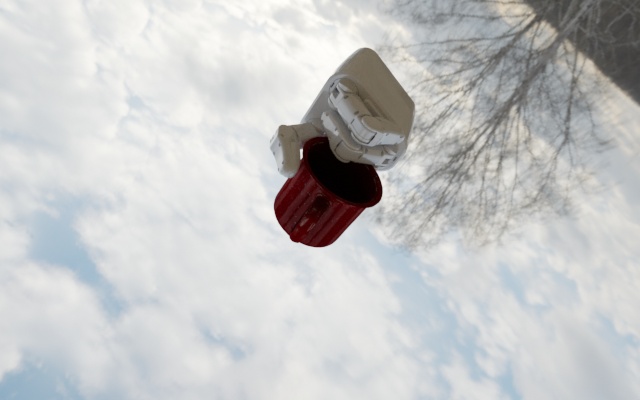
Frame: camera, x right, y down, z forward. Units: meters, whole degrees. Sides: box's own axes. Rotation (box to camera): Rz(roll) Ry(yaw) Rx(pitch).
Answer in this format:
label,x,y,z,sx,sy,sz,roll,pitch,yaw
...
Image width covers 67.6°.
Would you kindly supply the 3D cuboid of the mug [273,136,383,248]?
label,x,y,z,sx,sy,sz,roll,pitch,yaw
mug,0.000,0.003,0.483,0.093,0.081,0.117,35,37,-5
